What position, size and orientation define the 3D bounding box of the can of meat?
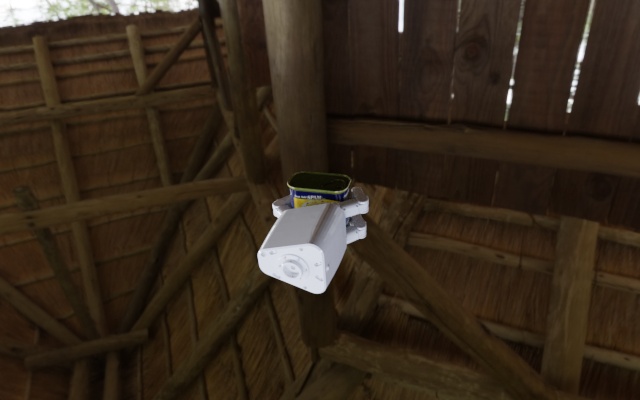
[{"bbox_3d":[0.000,0.003,0.801,0.102,0.084,0.057,6,33,15],"label":"can of meat"}]
